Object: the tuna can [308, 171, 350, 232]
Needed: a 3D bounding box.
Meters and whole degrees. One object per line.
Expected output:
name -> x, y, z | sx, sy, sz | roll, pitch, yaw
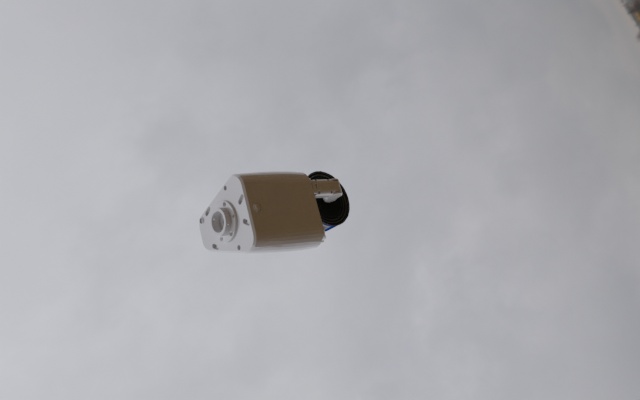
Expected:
tuna can -> 0.000, 0.003, 0.700 | 0.086, 0.086, 0.034 | 0, -22, -42
